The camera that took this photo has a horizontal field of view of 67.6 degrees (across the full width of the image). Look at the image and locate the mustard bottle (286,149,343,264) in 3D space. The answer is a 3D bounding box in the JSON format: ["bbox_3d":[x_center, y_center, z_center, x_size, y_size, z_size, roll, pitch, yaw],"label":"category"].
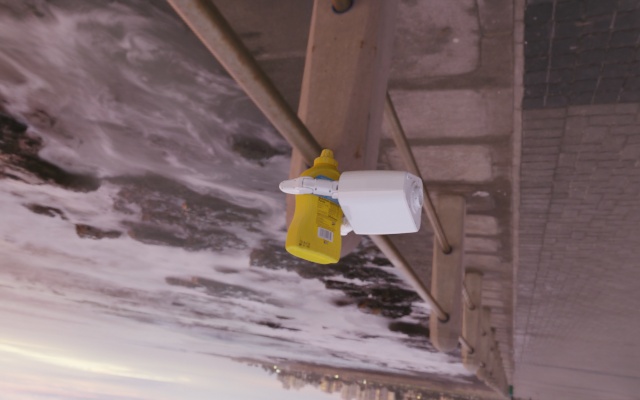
[{"bbox_3d":[0.000,0.003,0.797,0.096,0.191,0.058,23,-25,-35],"label":"mustard bottle"}]
